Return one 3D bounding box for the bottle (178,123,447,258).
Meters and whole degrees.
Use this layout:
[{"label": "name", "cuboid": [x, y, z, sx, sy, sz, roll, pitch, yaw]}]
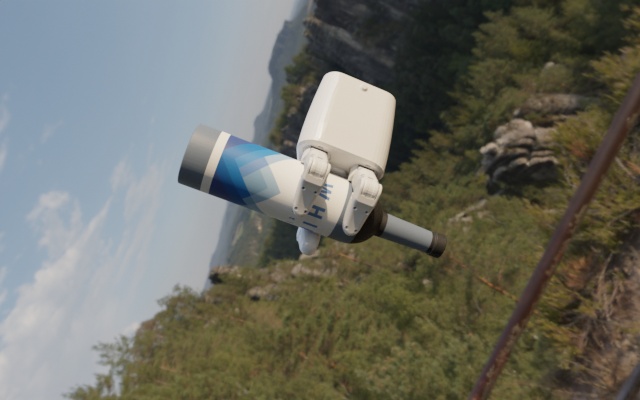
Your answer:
[{"label": "bottle", "cuboid": [0.000, 0.002, 0.518, 0.296, 0.069, 0.069, 20, -3, -9]}]
